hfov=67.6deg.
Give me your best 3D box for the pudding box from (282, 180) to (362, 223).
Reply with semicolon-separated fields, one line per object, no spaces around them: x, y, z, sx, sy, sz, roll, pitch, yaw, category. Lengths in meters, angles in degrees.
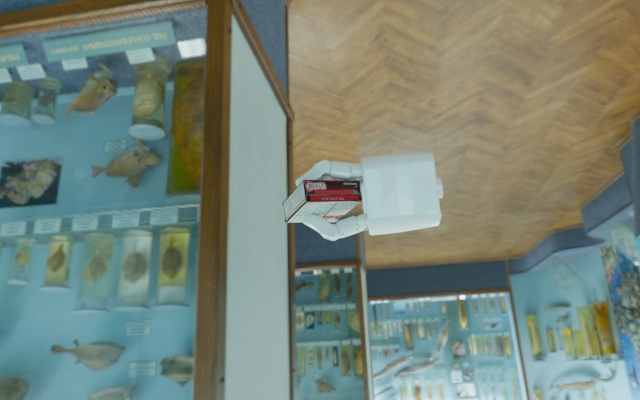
0.000;0.003;0.732;0.090;0.039;0.113;1;-20;-21;pudding box
